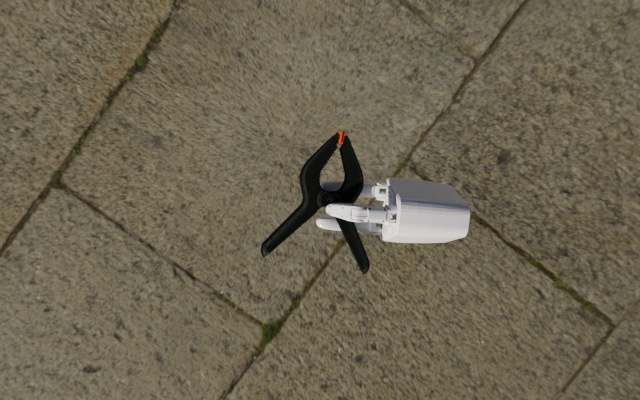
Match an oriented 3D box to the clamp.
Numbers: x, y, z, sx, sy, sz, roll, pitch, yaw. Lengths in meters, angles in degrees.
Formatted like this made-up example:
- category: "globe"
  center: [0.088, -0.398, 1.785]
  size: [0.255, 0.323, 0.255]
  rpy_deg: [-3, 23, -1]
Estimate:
- category: "clamp"
  center: [0.000, 0.002, 0.700]
  size: [0.164, 0.210, 0.036]
  rpy_deg: [4, 6, -8]
